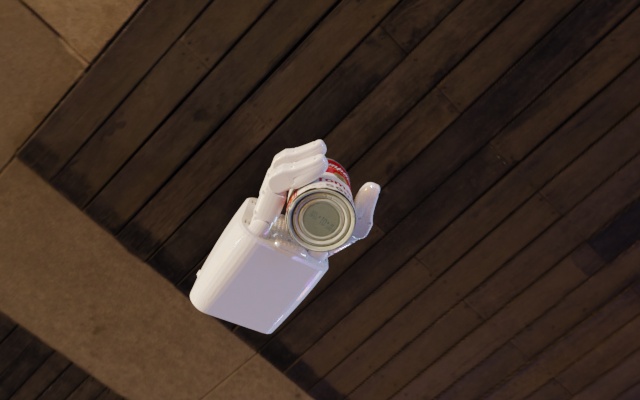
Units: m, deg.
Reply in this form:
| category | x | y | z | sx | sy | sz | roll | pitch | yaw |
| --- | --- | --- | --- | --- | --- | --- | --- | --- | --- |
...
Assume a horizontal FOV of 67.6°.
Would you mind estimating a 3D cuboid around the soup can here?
| category | x | y | z | sx | sy | sz | roll | pitch | yaw |
| --- | --- | --- | --- | --- | --- | --- | --- | --- | --- |
| soup can | 0.000 | 0.001 | 0.493 | 0.068 | 0.068 | 0.102 | 0 | 21 | 0 |
